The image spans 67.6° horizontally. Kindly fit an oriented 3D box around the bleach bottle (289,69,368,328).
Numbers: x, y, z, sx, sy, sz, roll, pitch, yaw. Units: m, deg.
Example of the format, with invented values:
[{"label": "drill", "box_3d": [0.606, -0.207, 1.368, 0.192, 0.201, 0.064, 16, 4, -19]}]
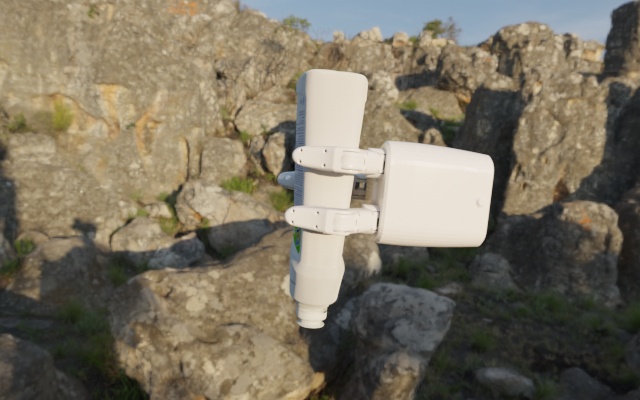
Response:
[{"label": "bleach bottle", "box_3d": [0.000, 0.002, 0.490, 0.068, 0.251, 0.102, 5, 5, -7]}]
